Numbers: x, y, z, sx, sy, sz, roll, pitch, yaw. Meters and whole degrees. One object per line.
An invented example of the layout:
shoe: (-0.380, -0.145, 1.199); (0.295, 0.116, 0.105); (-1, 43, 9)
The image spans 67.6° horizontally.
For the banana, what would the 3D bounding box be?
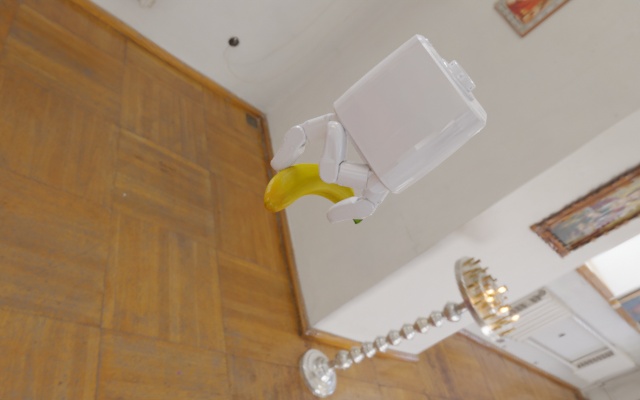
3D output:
banana: (-0.006, -0.013, 0.562); (0.037, 0.069, 0.198); (-38, -24, 25)
